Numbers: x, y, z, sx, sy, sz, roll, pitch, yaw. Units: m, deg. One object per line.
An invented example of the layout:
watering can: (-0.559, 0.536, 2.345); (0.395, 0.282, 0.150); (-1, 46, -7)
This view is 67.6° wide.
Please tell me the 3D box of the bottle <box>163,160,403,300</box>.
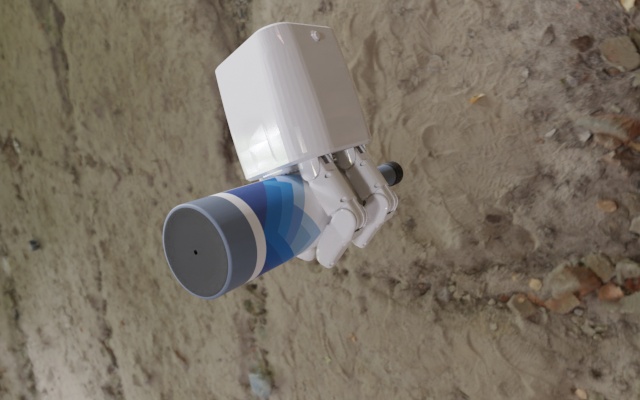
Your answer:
bottle: (0.000, 0.002, 0.431); (0.069, 0.069, 0.295); (0, 13, 35)
